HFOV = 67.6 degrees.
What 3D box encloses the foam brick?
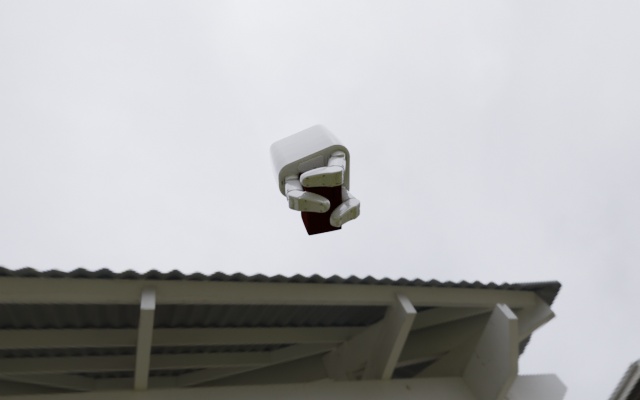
[{"bbox_3d":[0.000,0.003,0.696,0.053,0.078,0.051,-8,30,-13],"label":"foam brick"}]
